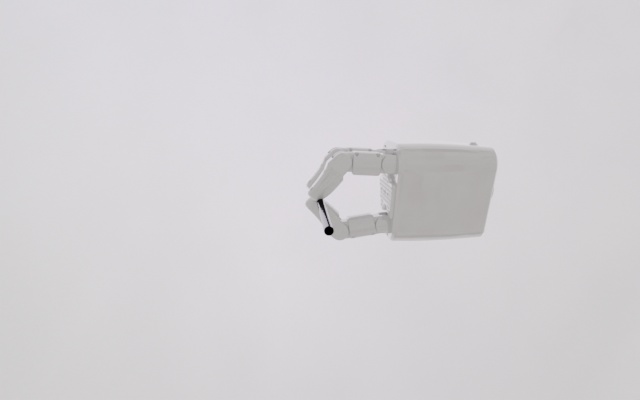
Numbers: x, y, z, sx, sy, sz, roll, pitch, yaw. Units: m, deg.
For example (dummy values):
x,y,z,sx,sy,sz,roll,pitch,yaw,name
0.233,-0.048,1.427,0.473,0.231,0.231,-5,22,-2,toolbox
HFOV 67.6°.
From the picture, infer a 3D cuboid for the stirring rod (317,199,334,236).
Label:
x,y,z,sx,sy,sz,roll,pitch,yaw,name
0.000,0.002,0.500,0.011,0.011,0.239,0,11,-3,stirring rod
